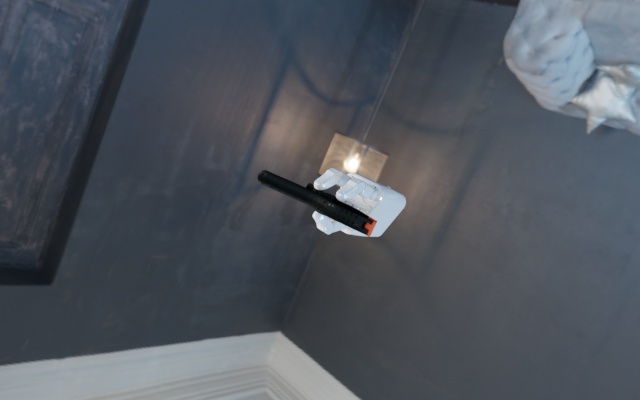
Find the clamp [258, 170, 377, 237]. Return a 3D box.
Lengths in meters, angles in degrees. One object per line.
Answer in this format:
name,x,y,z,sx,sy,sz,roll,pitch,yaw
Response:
clamp,0.000,0.004,0.823,0.210,0.036,0.164,29,9,37
